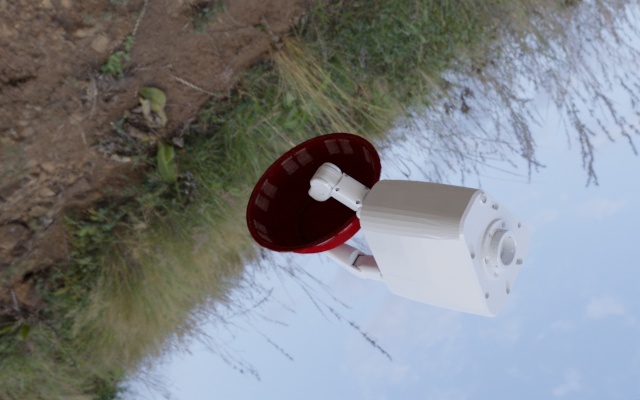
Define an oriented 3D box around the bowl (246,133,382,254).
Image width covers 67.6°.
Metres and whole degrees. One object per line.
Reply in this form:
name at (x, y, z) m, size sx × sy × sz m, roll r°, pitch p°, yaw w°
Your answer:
bowl at (0.000, 0.001, 0.527) m, size 0.162 × 0.162 × 0.055 m, roll 0°, pitch -37°, yaw 34°
